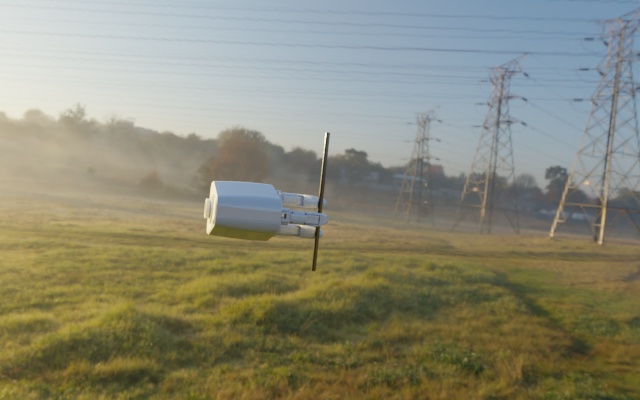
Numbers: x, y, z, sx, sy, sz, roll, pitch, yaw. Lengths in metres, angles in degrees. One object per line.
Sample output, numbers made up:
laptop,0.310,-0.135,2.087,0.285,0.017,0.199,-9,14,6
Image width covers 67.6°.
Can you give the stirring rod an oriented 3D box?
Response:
stirring rod,0.000,0.003,0.826,0.011,0.239,0.011,6,1,0
